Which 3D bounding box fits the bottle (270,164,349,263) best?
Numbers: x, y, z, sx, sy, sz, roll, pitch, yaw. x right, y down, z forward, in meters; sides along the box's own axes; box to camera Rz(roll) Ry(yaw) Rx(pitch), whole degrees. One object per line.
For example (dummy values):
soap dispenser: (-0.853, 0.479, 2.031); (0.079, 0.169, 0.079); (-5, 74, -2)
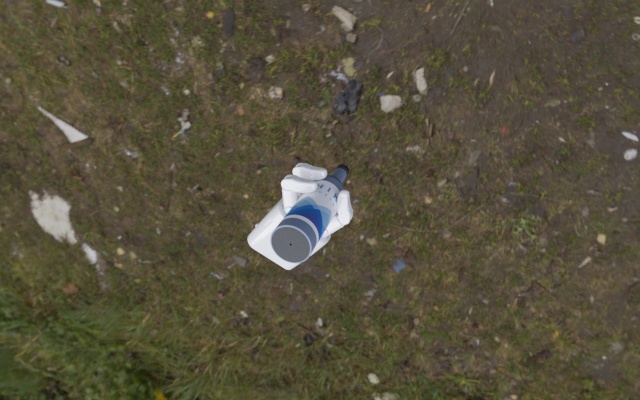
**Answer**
bottle: (0.000, 0.003, 0.835); (0.069, 0.069, 0.295); (0, 25, 20)
